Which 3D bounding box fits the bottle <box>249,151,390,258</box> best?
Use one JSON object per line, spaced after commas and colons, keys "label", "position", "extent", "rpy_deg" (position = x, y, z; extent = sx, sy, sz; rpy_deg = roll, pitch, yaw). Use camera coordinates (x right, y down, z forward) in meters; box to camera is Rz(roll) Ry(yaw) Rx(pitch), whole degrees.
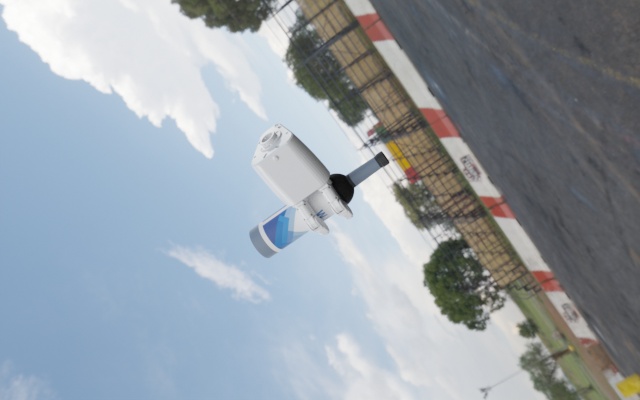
{"label": "bottle", "position": [0.000, 0.003, 0.895], "extent": [0.296, 0.069, 0.069], "rpy_deg": [-35, -9, 13]}
